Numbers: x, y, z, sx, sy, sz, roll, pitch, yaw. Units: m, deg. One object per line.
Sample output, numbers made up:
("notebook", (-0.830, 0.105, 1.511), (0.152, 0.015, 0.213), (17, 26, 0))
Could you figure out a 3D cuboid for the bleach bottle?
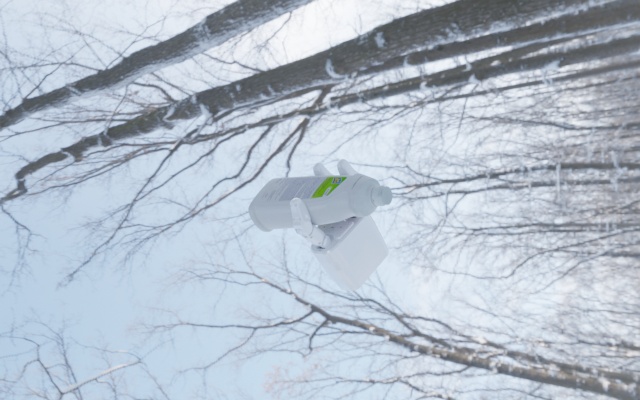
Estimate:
("bleach bottle", (0.000, 0.002, 0.779), (0.251, 0.068, 0.102), (-2, 42, 41))
